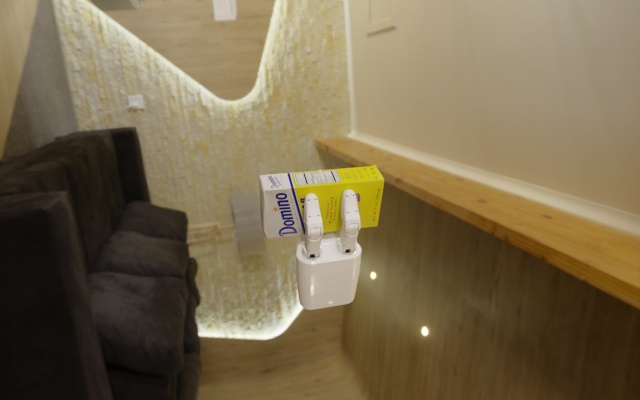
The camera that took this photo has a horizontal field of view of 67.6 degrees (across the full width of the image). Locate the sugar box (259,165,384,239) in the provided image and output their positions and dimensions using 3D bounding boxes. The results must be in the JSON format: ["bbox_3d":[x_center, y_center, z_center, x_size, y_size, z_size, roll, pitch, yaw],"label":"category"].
[{"bbox_3d":[0.000,0.003,0.705,0.176,0.093,0.048,-8,39,-13],"label":"sugar box"}]
